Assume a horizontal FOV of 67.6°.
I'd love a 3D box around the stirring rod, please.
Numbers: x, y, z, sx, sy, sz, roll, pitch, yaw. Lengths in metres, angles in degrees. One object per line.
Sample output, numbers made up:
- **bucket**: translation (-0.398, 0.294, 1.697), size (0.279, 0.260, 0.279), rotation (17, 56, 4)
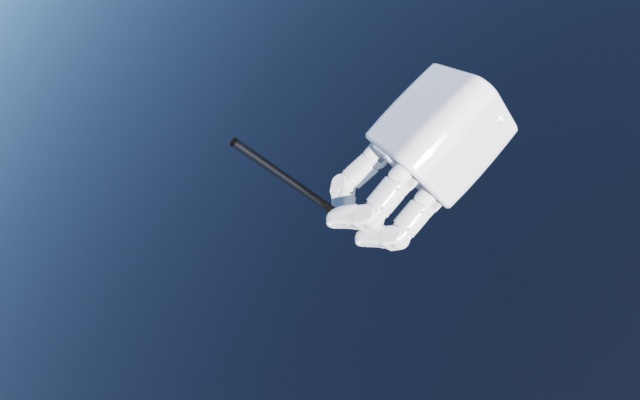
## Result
- **stirring rod**: translation (0.000, 0.002, 0.469), size (0.011, 0.011, 0.240), rotation (0, -24, 40)
